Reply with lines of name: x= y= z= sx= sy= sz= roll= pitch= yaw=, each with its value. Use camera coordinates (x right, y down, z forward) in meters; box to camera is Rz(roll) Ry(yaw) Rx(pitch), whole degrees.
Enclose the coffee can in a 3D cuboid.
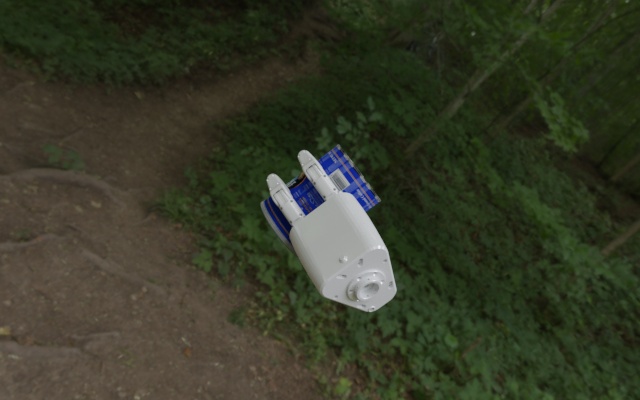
coffee can: x=0.000 y=0.002 z=0.685 sx=0.140 sy=0.103 sz=0.103 roll=-37 pitch=-4 yaw=5
